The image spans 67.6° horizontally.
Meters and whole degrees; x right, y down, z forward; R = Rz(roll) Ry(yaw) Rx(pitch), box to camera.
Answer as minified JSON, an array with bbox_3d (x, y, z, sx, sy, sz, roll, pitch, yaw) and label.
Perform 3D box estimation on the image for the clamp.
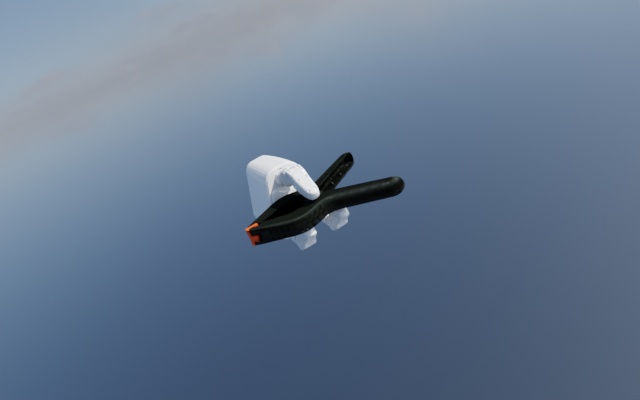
[{"bbox_3d":[-0.001,0.002,0.647,0.210,0.036,0.164,-32,26,-18],"label":"clamp"}]
